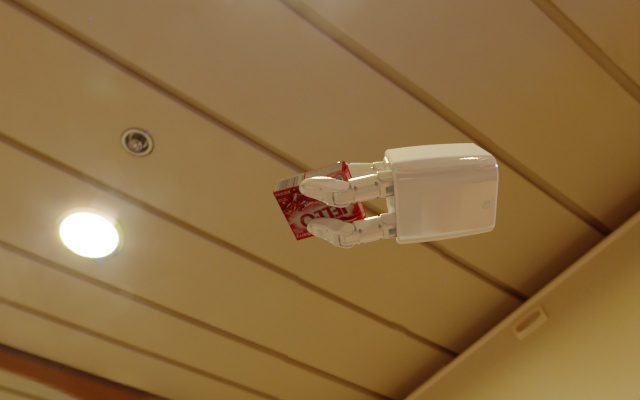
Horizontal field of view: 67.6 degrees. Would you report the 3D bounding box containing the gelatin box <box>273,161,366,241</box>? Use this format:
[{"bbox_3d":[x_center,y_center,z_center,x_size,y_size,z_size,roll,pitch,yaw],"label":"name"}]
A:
[{"bbox_3d":[0.000,0.002,0.554,0.089,0.073,0.030,-15,31,15],"label":"gelatin box"}]
